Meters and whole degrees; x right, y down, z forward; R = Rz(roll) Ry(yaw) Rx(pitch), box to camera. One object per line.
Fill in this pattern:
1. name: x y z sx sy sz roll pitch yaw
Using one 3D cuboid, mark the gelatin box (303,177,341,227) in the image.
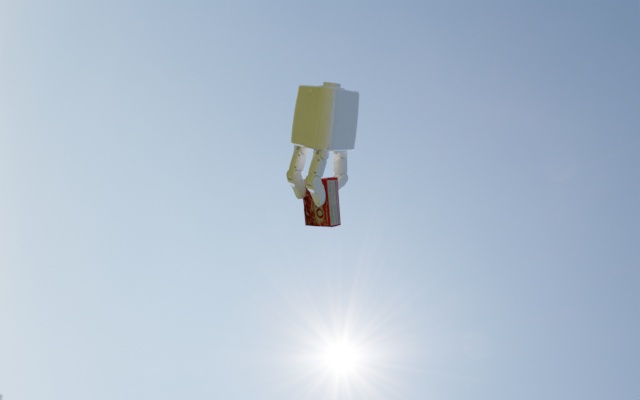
1. gelatin box: 0.001 0.003 0.872 0.030 0.089 0.073 -8 5 -40
